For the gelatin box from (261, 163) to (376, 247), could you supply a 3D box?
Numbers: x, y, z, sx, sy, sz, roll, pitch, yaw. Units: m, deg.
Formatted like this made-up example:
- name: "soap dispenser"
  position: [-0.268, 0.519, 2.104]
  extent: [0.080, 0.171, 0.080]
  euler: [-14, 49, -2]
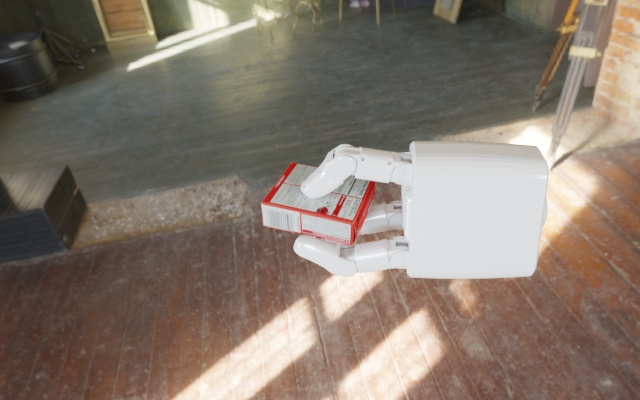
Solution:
- name: "gelatin box"
  position: [0.000, 0.001, 0.442]
  extent: [0.089, 0.030, 0.073]
  euler: [12, 38, 15]
